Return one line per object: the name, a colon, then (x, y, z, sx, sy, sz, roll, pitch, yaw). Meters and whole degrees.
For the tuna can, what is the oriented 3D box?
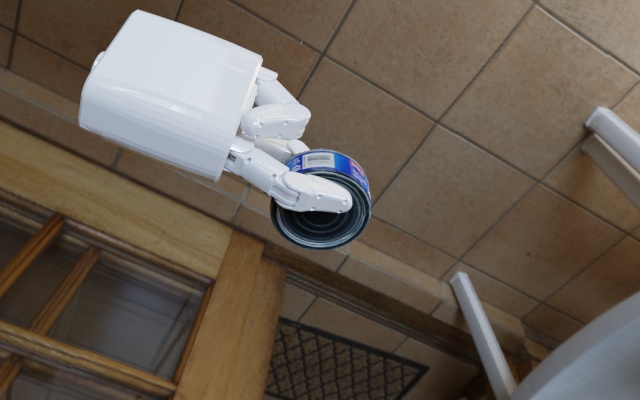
tuna can: (0.000, 0.002, 0.405, 0.086, 0.086, 0.033, 0, 36, -1)
